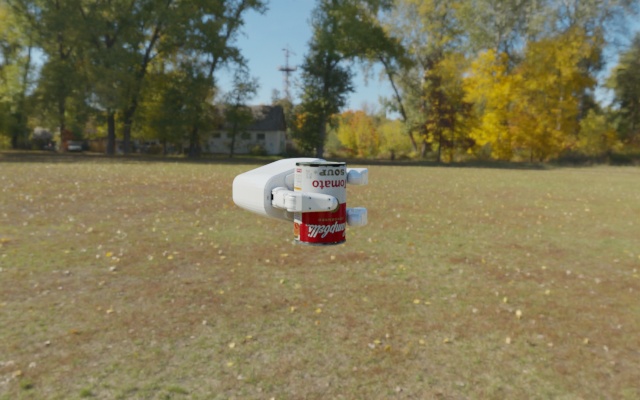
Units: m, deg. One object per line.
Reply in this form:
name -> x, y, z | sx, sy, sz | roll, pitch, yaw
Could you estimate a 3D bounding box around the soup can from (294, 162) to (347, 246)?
soup can -> 0.000, 0.002, 0.614 | 0.068, 0.102, 0.068 | 1, 7, 0
